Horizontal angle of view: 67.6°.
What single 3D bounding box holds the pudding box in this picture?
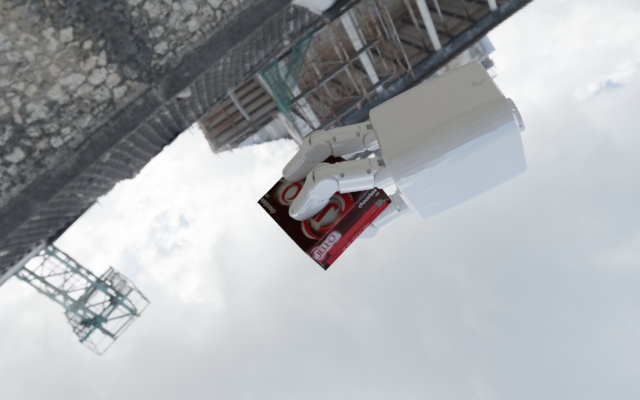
[{"bbox_3d":[0.000,0.002,0.461,0.039,0.090,0.113,48,-6,-37],"label":"pudding box"}]
